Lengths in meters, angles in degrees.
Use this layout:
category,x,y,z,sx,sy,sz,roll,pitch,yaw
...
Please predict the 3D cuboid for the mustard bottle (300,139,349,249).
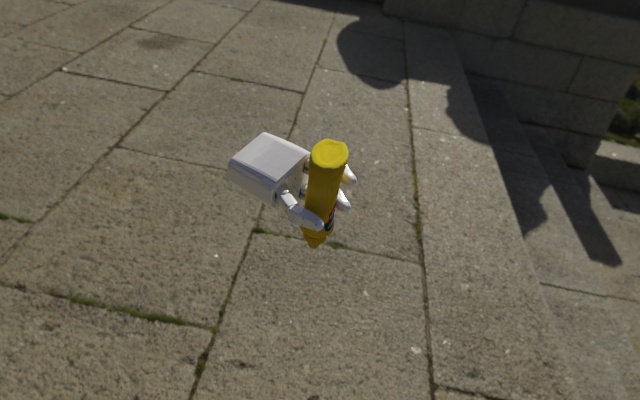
category,x,y,z,sx,sy,sz,roll,pitch,yaw
mustard bottle,0.000,0.002,0.783,0.058,0.192,0.096,14,35,4
